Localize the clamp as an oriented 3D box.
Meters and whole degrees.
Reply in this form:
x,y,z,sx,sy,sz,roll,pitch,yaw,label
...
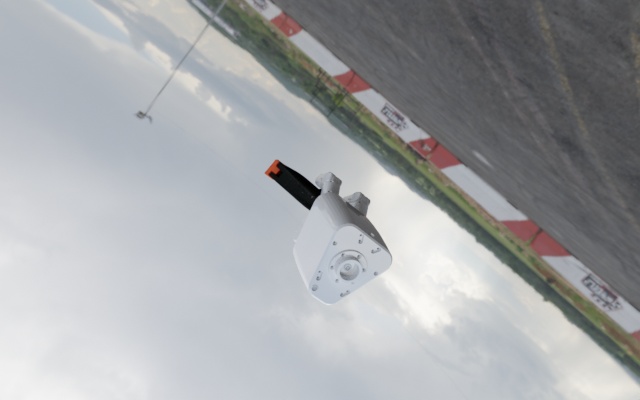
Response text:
x,y,z,sx,sy,sz,roll,pitch,yaw,label
-0.001,0.003,0.747,0.210,0.036,0.164,38,8,-22,clamp
